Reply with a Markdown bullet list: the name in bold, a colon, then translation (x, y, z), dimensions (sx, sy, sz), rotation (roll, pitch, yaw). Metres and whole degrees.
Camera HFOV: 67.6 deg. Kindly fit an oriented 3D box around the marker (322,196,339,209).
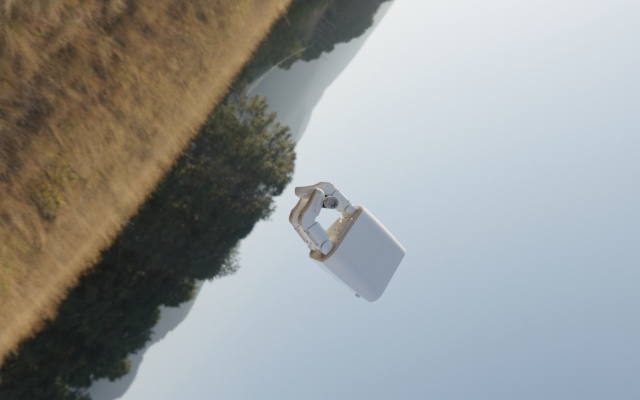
- **marker**: translation (0.000, 0.002, 0.737), dimensions (0.020, 0.020, 0.121), rotation (0, 1, -17)
